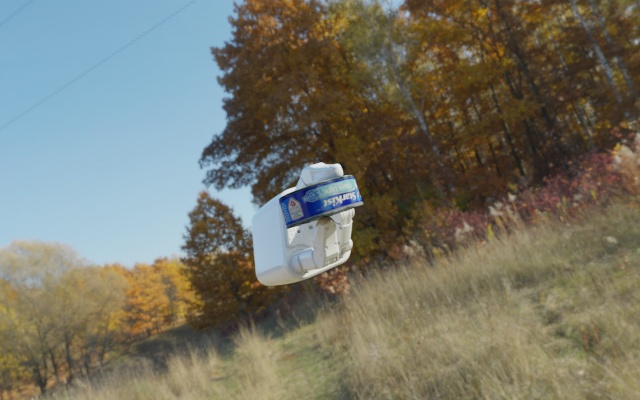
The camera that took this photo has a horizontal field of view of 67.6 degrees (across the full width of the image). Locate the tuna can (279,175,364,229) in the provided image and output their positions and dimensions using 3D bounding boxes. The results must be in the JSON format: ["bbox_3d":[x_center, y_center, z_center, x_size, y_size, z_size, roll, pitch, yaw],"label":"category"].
[{"bbox_3d":[0.000,0.001,0.505,0.086,0.034,0.086,-17,-4,-1],"label":"tuna can"}]
